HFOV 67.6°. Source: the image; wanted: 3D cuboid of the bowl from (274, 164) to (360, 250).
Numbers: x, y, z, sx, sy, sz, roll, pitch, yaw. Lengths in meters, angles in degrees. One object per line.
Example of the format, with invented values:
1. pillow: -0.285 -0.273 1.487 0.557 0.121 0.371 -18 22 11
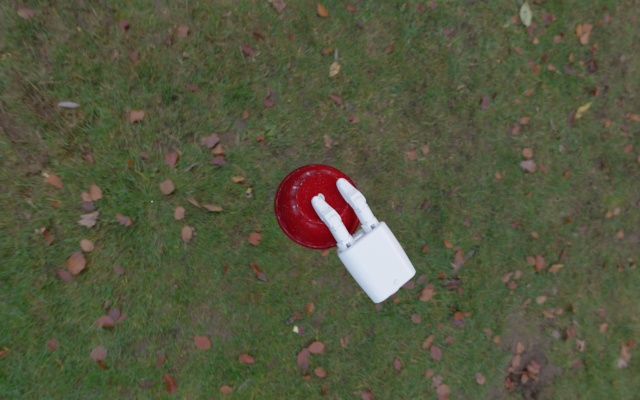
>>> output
1. bowl: -0.001 0.002 0.840 0.162 0.162 0.055 0 -16 -8
